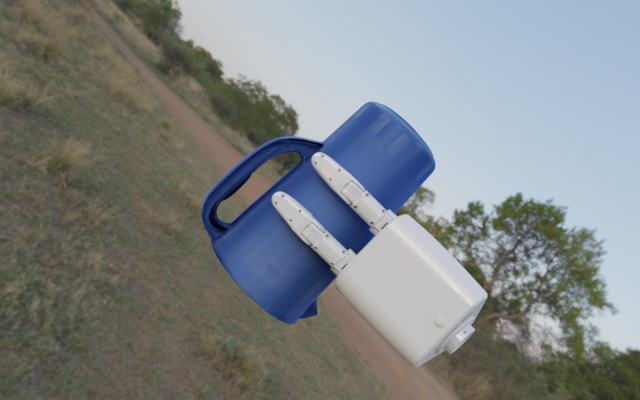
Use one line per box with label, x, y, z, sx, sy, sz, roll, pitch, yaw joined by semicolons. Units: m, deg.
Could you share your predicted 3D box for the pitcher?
pitcher;0.000;0.002;0.529;0.145;0.243;0.149;46;1;28
